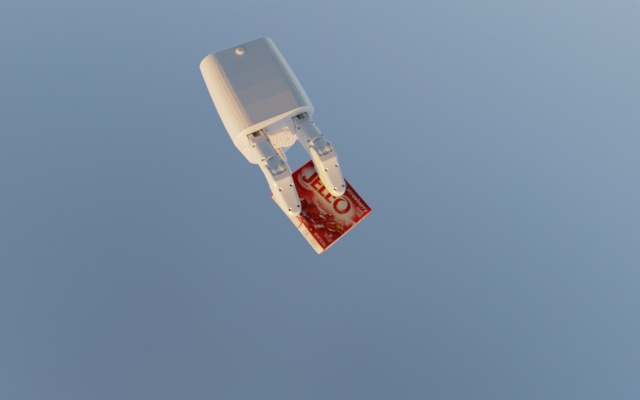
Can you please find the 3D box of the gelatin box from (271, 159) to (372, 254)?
[{"bbox_3d":[0.000,0.002,0.531,0.073,0.089,0.030,-38,-5,-19],"label":"gelatin box"}]
